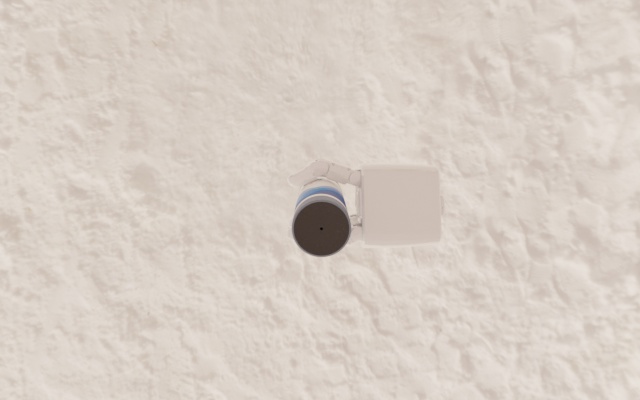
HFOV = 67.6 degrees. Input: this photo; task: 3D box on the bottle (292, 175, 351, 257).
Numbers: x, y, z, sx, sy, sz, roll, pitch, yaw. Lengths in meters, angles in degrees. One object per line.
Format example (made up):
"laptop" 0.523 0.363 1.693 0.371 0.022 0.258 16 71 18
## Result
"bottle" 0.000 0.002 0.671 0.069 0.069 0.295 0 11 0
